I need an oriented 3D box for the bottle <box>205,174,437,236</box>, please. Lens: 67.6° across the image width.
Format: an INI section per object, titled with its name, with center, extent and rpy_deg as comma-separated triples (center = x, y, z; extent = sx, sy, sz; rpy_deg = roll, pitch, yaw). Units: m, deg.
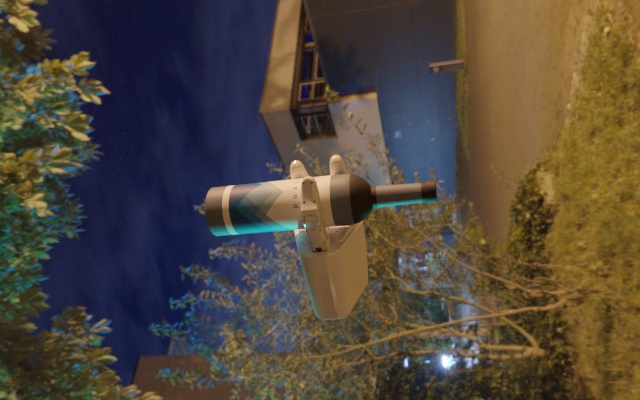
[bottle]
center = 0.000, 0.002, 0.624
extent = 0.296, 0.069, 0.069
rpy_deg = -5, -1, 11
